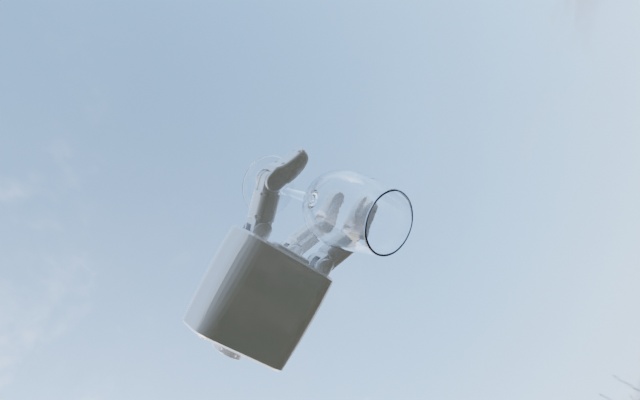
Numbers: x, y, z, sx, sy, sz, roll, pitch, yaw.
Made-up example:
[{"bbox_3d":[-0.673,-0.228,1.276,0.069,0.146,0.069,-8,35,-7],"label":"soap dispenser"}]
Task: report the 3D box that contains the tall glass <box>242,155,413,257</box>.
[{"bbox_3d":[0.000,0.001,0.498,0.079,0.079,0.201,0,11,-39],"label":"tall glass"}]
